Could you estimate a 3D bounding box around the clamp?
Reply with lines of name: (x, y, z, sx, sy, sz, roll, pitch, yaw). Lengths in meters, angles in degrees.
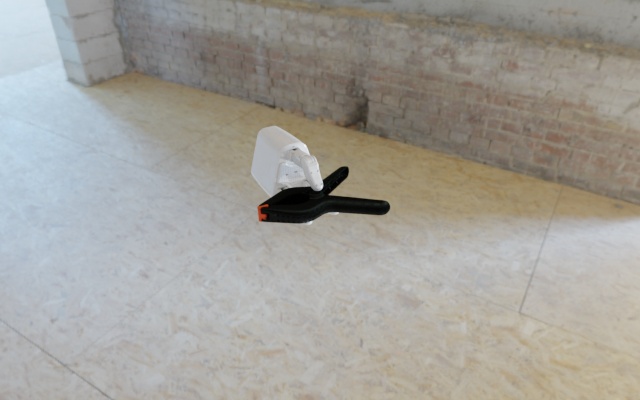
clamp: (0.000, 0.002, 0.801, 0.210, 0.036, 0.164, -18, 32, -25)
